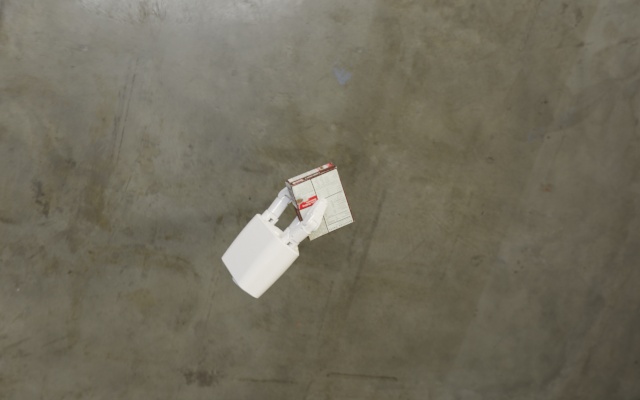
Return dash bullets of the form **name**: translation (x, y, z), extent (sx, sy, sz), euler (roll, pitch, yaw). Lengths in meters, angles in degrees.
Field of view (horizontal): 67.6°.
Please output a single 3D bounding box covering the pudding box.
- **pudding box**: translation (0.000, 0.003, 0.834), extent (0.090, 0.113, 0.039), euler (-23, 23, -11)
